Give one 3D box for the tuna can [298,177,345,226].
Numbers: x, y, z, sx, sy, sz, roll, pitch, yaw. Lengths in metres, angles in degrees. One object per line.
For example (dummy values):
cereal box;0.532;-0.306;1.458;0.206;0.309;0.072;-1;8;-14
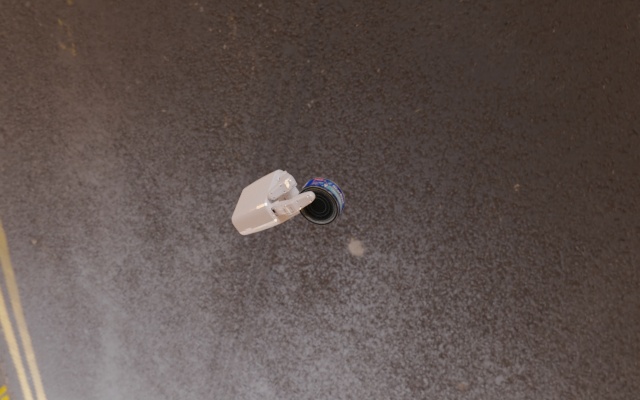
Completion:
tuna can;0.000;0.003;0.877;0.086;0.086;0.033;0;29;24
